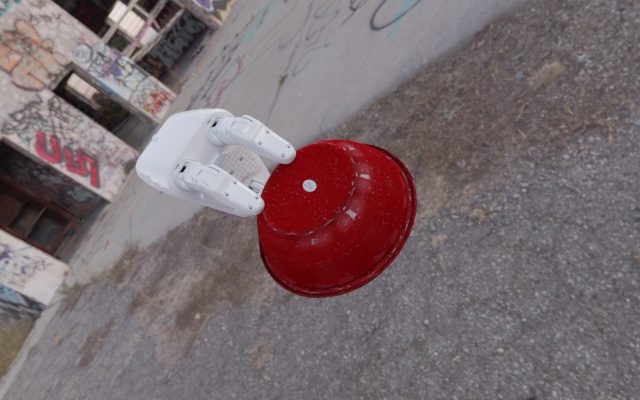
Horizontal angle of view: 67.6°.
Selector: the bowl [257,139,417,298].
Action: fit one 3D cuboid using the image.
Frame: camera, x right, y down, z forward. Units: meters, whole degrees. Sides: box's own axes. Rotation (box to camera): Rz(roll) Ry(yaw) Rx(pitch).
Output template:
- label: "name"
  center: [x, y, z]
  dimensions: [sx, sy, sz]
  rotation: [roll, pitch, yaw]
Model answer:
- label: "bowl"
  center: [0.001, 0.001, 0.425]
  dimensions: [0.162, 0.162, 0.055]
  rotation: [0, -29, 30]
